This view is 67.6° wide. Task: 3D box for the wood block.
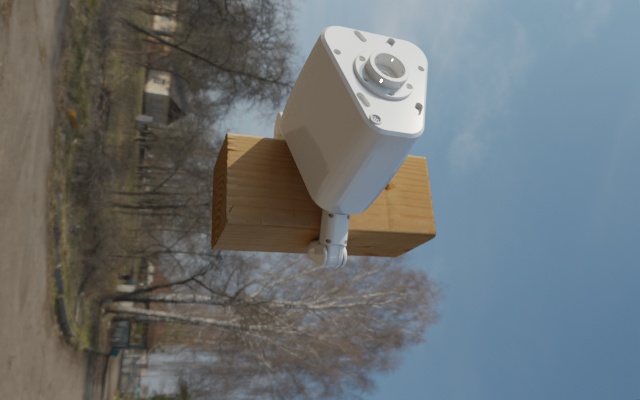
[{"bbox_3d":[0.000,0.002,0.483,0.206,0.090,0.090,5,-21,-20],"label":"wood block"}]
